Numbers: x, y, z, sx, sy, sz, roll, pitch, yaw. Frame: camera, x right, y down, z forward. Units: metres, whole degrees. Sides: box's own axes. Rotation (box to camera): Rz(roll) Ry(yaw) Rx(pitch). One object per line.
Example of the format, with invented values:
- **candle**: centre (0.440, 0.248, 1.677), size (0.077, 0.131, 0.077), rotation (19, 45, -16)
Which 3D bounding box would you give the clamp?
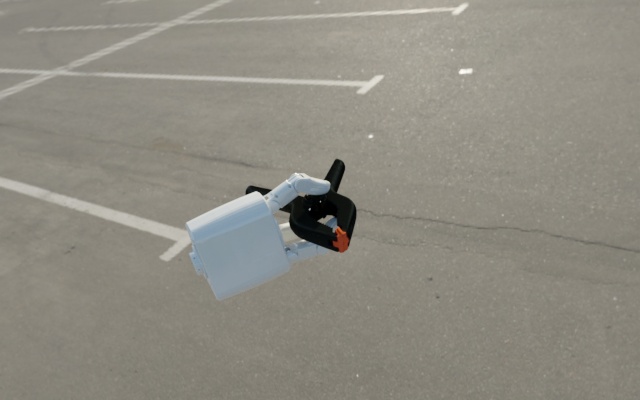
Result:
- **clamp**: centre (0.000, 0.002, 0.686), size (0.164, 0.036, 0.210), rotation (-23, 34, -18)
